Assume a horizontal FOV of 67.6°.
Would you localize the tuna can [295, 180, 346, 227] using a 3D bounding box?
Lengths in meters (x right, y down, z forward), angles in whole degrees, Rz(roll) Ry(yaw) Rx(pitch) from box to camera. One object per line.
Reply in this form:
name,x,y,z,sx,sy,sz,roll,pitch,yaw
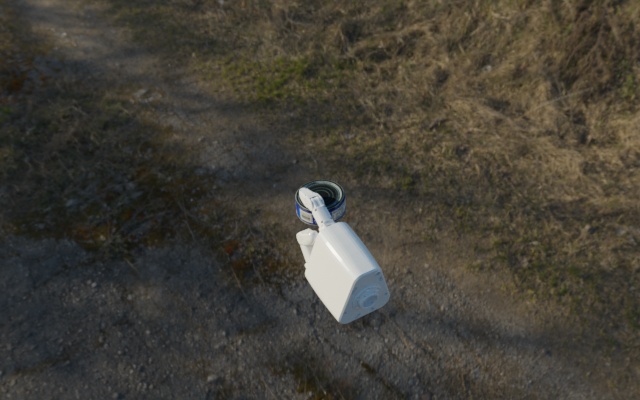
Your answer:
tuna can,0.000,0.002,0.809,0.086,0.034,0.086,-3,41,3
